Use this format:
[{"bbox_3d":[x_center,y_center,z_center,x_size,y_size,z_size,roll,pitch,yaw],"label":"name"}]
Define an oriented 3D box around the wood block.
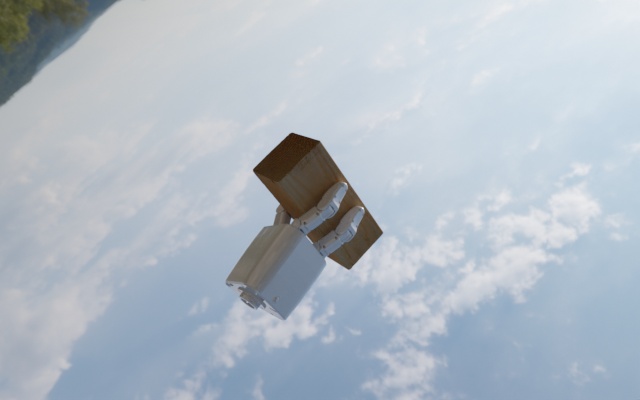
[{"bbox_3d":[0.000,0.003,0.755,0.091,0.090,0.206,25,-23,53],"label":"wood block"}]
